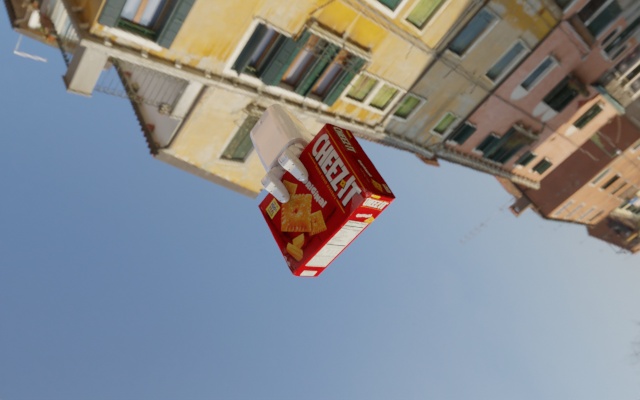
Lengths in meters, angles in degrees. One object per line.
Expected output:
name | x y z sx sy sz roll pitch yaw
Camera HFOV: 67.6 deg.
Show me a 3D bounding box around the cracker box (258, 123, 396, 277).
cracker box | 0.000 0.003 0.815 0.072 0.164 0.214 9 -48 -46
